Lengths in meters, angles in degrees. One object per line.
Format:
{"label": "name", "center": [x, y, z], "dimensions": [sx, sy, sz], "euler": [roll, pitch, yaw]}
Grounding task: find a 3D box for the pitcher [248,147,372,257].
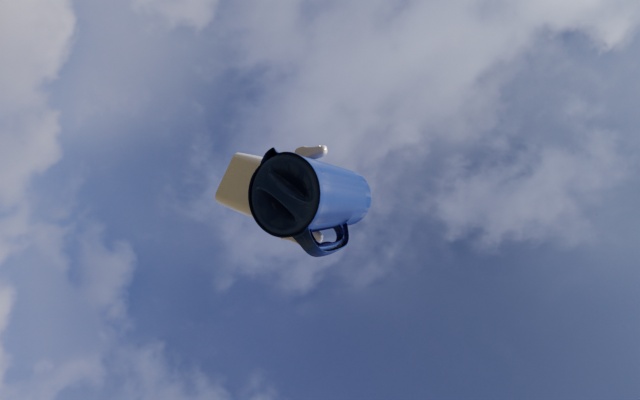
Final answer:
{"label": "pitcher", "center": [0.000, 0.003, 0.832], "dimensions": [0.145, 0.149, 0.243], "euler": [18, 8, 28]}
